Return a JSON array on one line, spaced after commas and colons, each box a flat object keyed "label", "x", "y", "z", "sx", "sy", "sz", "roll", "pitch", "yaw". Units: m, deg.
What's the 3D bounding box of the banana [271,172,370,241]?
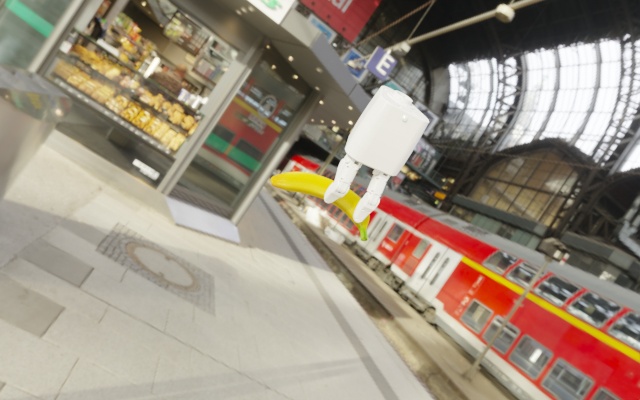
[{"label": "banana", "x": 0.011, "y": -0.008, "z": 0.838, "sx": 0.198, "sy": 0.069, "sz": 0.037, "roll": 30, "pitch": -40, "yaw": 3}]
